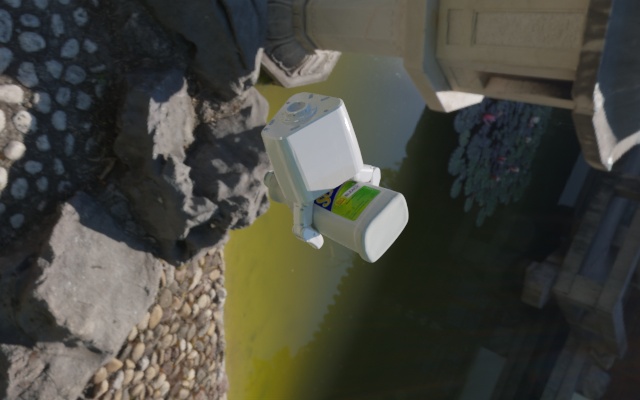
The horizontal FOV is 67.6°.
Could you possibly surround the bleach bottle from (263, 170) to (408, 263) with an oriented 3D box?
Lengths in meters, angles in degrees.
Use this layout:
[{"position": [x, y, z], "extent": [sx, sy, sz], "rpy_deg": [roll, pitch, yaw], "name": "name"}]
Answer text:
[{"position": [0.000, 0.002, 0.711], "extent": [0.250, 0.068, 0.102], "rpy_deg": [20, 53, 40], "name": "bleach bottle"}]
